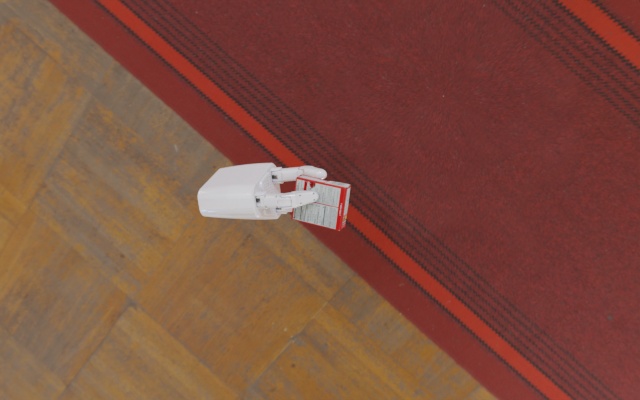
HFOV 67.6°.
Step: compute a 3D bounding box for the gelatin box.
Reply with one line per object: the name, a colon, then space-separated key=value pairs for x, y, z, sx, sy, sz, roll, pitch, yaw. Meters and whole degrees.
gelatin box: x=0.000 y=0.003 z=0.774 sx=0.089 sy=0.073 sz=0.030 roll=13 pitch=17 yaw=19
